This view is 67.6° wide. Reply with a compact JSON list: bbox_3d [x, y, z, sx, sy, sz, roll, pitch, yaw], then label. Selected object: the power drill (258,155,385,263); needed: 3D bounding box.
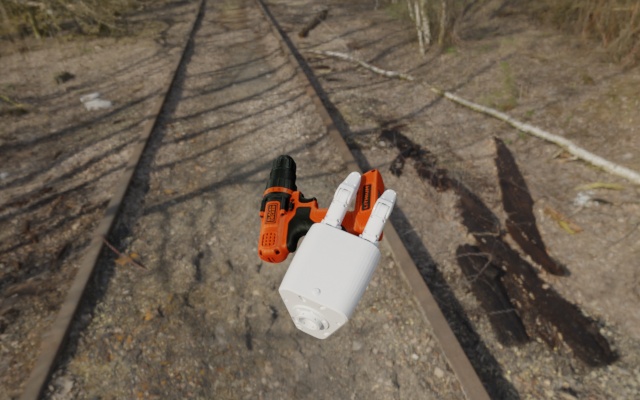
[{"bbox_3d":[0.001,0.003,0.719,0.187,0.184,0.057,-6,-30,19],"label":"power drill"}]
